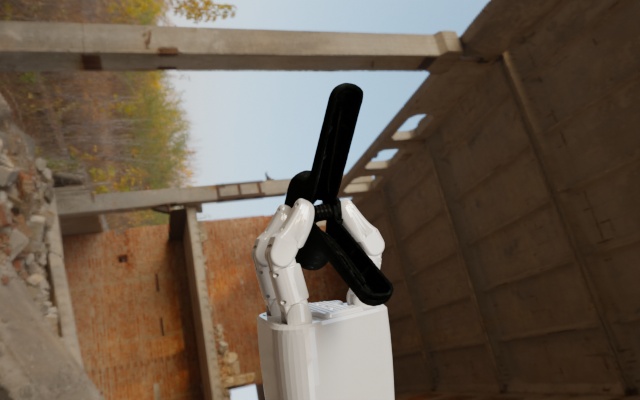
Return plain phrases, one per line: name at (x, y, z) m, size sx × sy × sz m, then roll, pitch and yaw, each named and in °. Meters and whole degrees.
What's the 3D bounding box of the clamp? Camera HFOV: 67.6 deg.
clamp at (0.001, 0.002, 0.425) m, size 0.036 × 0.164 × 0.210 m, roll -2°, pitch -5°, yaw -20°
